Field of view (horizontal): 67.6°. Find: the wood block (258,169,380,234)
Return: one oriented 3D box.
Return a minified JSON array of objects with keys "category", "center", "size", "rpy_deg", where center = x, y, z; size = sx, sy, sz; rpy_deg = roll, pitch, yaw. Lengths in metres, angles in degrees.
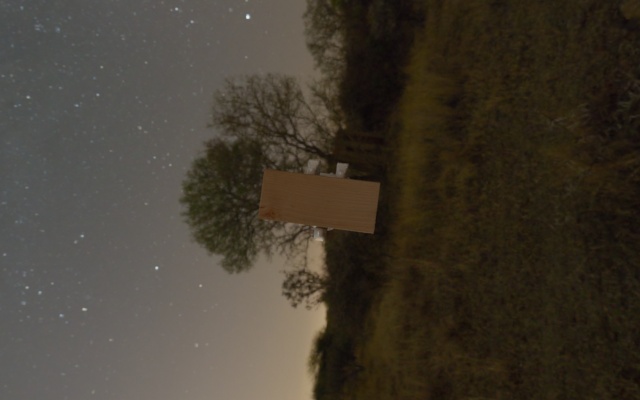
[{"category":"wood block","center":[0.000,0.003,0.876],"size":[0.206,0.091,0.090],"rpy_deg":[7,-3,5]}]
